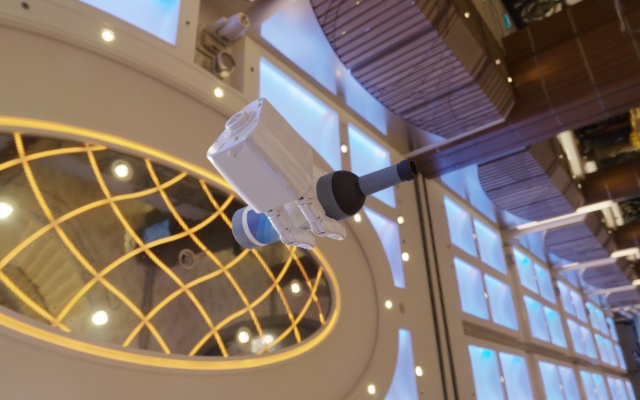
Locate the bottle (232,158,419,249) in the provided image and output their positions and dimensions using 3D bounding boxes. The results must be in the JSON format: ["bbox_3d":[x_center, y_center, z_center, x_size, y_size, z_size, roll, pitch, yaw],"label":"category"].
[{"bbox_3d":[0.000,0.002,0.672,0.296,0.069,0.069,-20,-11,33],"label":"bottle"}]
